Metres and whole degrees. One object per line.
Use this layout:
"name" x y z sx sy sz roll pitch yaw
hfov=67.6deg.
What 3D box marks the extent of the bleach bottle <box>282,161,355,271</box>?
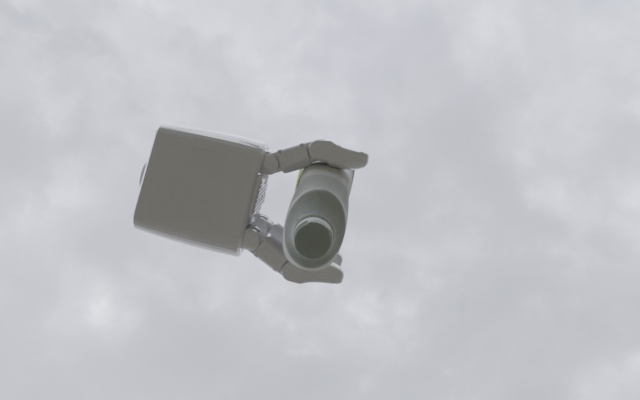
"bleach bottle" 0.000 0.002 0.479 0.068 0.102 0.251 13 10 0
